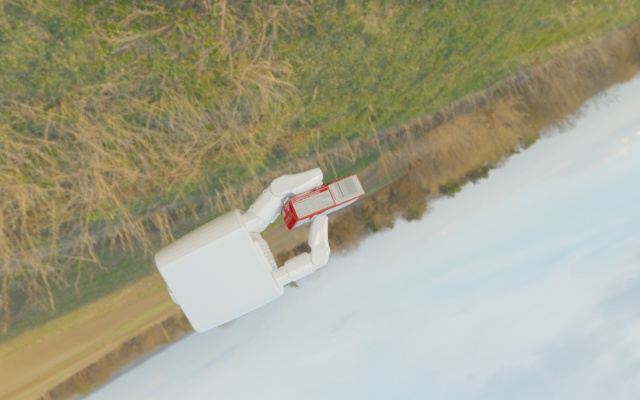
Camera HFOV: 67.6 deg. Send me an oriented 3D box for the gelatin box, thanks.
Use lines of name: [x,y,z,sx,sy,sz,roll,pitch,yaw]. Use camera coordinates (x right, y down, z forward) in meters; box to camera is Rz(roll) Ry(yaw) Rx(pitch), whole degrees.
gelatin box: [0.001,0.002,0.570,0.089,0.030,0.073,-22,-6,-14]
